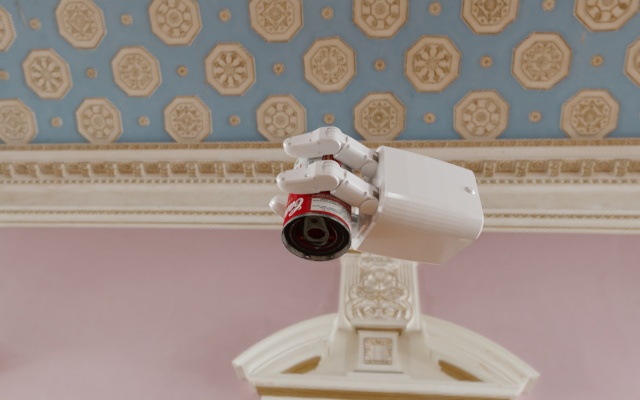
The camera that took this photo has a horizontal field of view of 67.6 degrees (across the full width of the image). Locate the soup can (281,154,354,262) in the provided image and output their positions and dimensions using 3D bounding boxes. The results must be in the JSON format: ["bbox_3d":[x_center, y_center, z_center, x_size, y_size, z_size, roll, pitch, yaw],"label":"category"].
[{"bbox_3d":[0.000,0.001,0.490,0.068,0.069,0.102,3,45,3],"label":"soup can"}]
